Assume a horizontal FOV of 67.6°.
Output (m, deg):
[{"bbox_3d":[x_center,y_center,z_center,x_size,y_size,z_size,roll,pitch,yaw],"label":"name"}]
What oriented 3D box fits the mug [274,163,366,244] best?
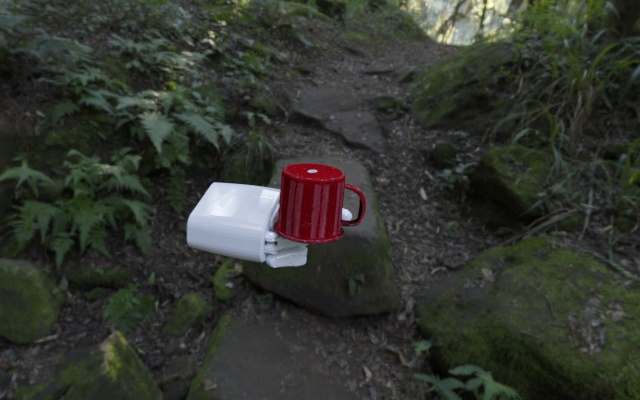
[{"bbox_3d":[0.002,0.002,0.613,0.117,0.081,0.093,8,19,7],"label":"mug"}]
